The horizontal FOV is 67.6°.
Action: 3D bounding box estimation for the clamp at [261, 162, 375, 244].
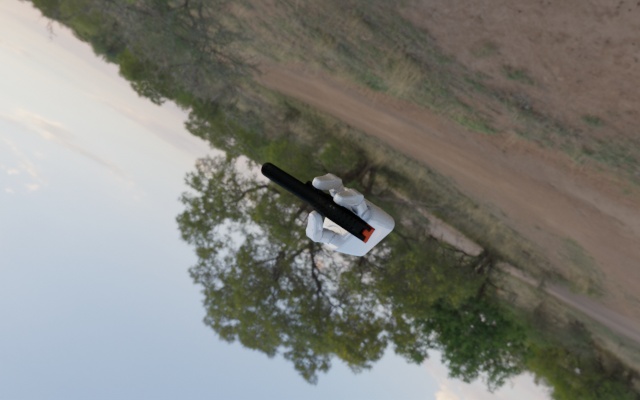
[{"bbox_3d":[0.000,0.004,0.817,0.210,0.036,0.164,36,8,34],"label":"clamp"}]
